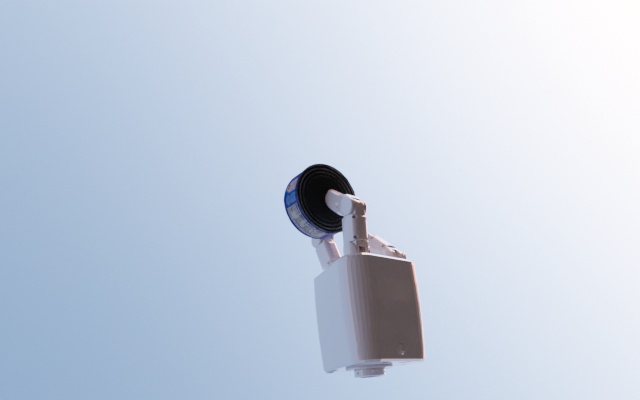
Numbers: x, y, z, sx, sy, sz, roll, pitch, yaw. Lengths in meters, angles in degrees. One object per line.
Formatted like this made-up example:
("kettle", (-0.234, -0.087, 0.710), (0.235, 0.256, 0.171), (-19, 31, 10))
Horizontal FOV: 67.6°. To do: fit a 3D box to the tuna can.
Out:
("tuna can", (0.000, 0.002, 0.568), (0.086, 0.086, 0.034), (0, -19, -37))
